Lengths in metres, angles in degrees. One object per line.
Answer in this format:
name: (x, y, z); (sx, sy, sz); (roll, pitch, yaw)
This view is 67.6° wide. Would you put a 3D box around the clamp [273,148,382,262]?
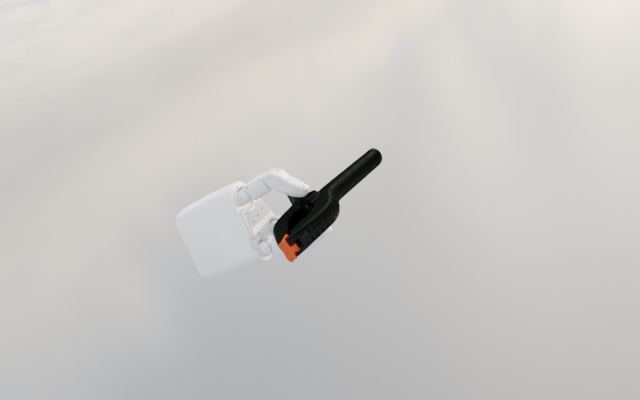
clamp: (-0.001, 0.002, 0.629); (0.164, 0.036, 0.210); (-25, 20, 24)
